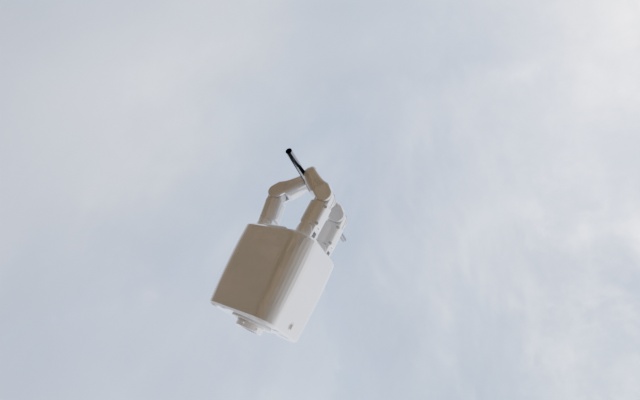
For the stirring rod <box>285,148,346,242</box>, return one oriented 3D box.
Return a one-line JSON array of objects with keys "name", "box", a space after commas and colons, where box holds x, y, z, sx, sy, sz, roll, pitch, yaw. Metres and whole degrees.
[{"name": "stirring rod", "box": [0.000, 0.002, 0.643, 0.011, 0.011, 0.240, 0, -29, 20]}]
